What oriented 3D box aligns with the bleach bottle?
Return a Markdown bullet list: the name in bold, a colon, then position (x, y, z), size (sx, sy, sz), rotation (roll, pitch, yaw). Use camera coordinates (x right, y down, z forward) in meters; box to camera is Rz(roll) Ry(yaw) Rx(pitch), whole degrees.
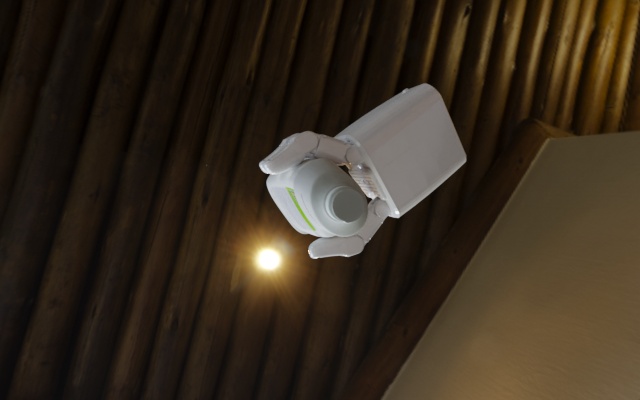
- **bleach bottle**: position (0.000, 0.002, 0.520), size (0.068, 0.102, 0.251), rotation (-38, 11, -8)
